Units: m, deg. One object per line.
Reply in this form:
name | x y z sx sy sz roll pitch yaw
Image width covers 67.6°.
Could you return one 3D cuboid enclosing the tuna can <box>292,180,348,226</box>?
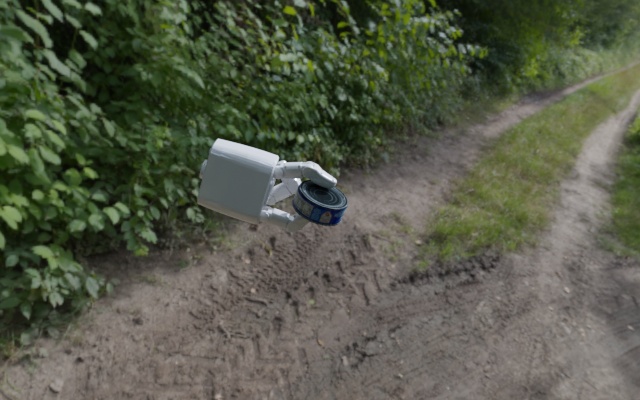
tuna can | 0.000 0.002 0.765 0.086 0.034 0.086 18 28 -10
